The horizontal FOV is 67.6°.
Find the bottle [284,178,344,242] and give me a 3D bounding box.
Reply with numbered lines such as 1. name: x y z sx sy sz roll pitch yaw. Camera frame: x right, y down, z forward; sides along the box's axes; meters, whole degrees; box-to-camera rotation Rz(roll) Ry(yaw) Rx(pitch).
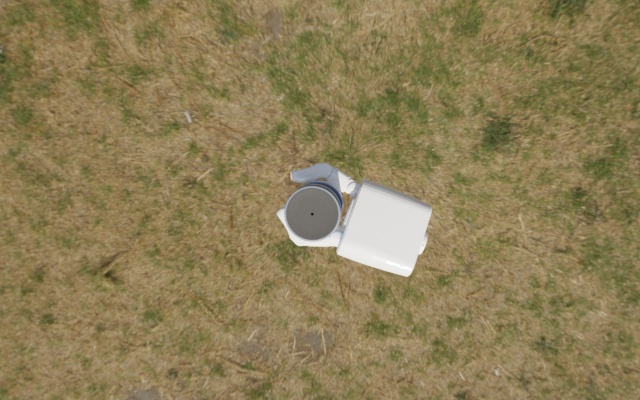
1. bottle: 0.000 0.002 0.702 0.069 0.069 0.295 0 5 4
